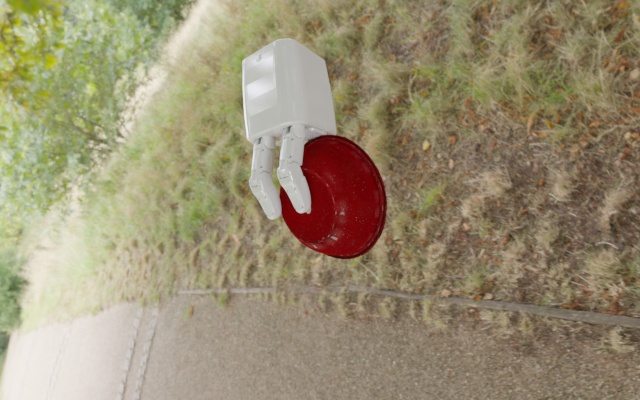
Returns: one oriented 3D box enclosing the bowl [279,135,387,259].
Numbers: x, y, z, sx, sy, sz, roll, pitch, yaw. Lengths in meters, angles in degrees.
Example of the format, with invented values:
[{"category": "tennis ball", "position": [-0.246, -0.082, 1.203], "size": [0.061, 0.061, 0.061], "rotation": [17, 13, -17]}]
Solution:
[{"category": "bowl", "position": [0.000, 0.003, 0.588], "size": [0.162, 0.162, 0.055], "rotation": [0, 12, 42]}]
